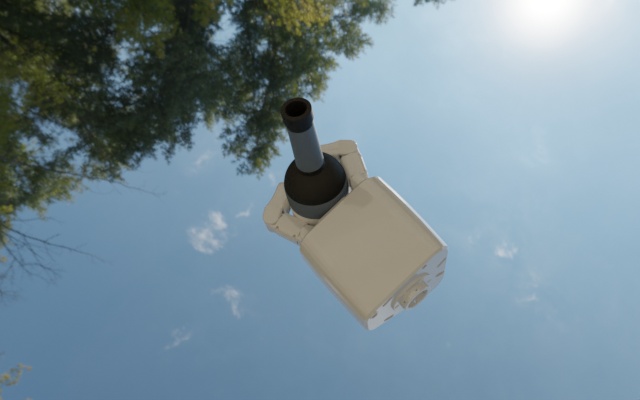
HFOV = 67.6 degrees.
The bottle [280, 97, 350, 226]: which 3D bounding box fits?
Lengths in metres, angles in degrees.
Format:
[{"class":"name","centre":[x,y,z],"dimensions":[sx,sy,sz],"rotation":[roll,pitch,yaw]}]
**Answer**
[{"class":"bottle","centre":[0.000,0.002,0.528],"dimensions":[0.069,0.069,0.296],"rotation":[0,-33,10]}]
